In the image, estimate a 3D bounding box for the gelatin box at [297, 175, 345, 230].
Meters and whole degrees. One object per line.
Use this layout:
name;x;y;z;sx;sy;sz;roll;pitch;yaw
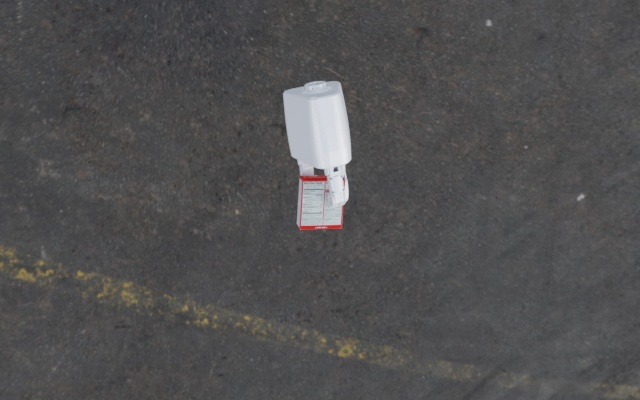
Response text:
gelatin box;0.000;0.003;0.794;0.073;0.089;0.030;-1;17;-14
